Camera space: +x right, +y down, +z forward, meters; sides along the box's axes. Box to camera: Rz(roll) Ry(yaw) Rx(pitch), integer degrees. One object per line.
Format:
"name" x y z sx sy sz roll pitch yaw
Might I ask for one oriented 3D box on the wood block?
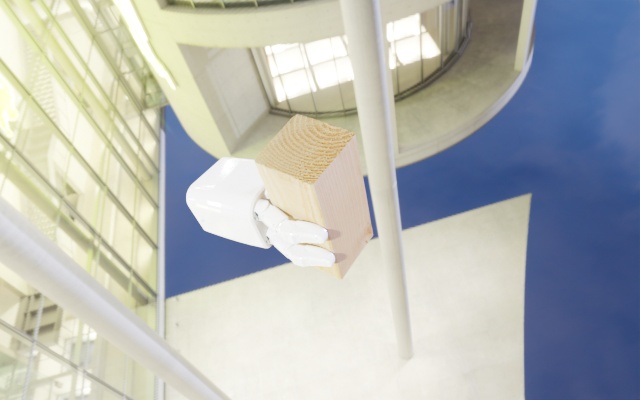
"wood block" 0.000 0.002 0.627 0.090 0.090 0.206 23 -30 28
